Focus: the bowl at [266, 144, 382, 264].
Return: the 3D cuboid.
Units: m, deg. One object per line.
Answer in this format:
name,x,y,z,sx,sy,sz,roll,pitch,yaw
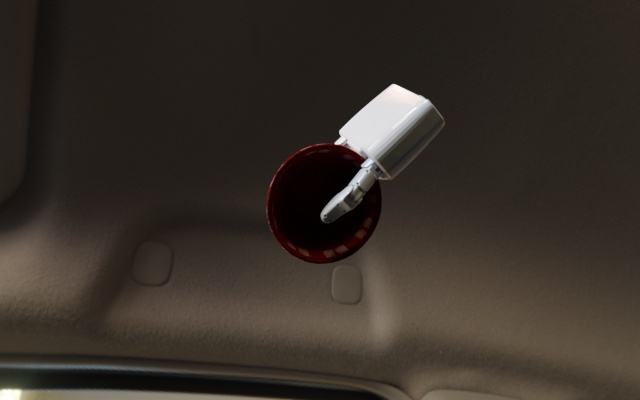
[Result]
bowl,-0.001,0.003,0.654,0.162,0.162,0.055,0,9,-19
